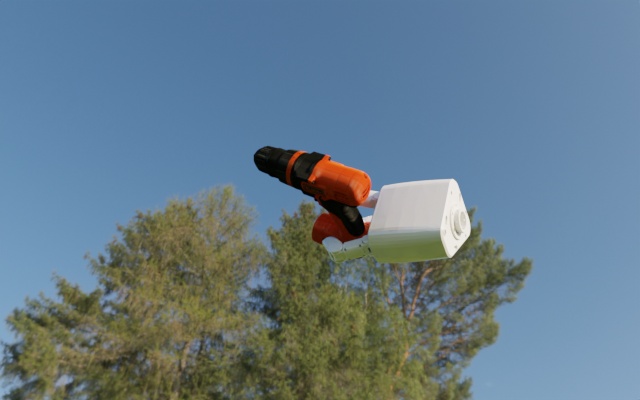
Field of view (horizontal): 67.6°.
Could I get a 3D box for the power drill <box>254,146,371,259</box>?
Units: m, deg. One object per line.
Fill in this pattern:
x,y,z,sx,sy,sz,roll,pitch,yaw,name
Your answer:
0.000,0.003,0.702,0.184,0.057,0.188,21,-25,31,power drill
